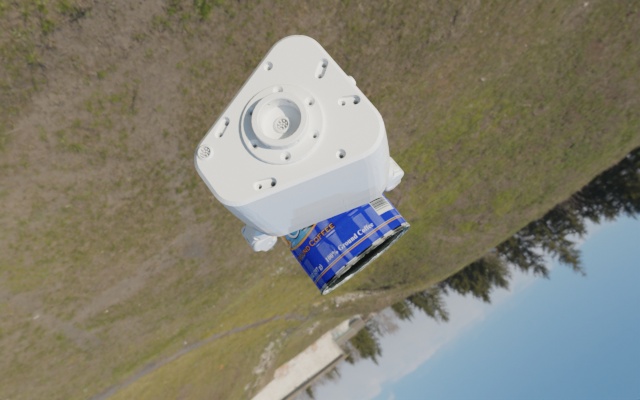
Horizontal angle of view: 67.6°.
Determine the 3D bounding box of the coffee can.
[{"bbox_3d":[0.000,0.001,0.451,0.103,0.140,0.103,-36,-14,-10],"label":"coffee can"}]
